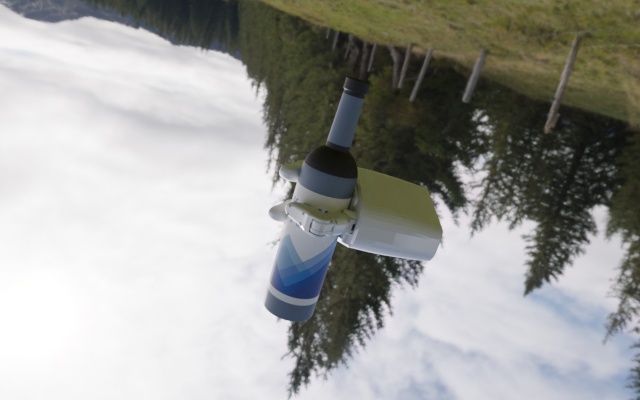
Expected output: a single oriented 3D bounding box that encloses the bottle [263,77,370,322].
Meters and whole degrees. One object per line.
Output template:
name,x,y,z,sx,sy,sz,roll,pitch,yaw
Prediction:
bottle,0.000,0.002,0.568,0.069,0.296,0.069,16,17,-5
